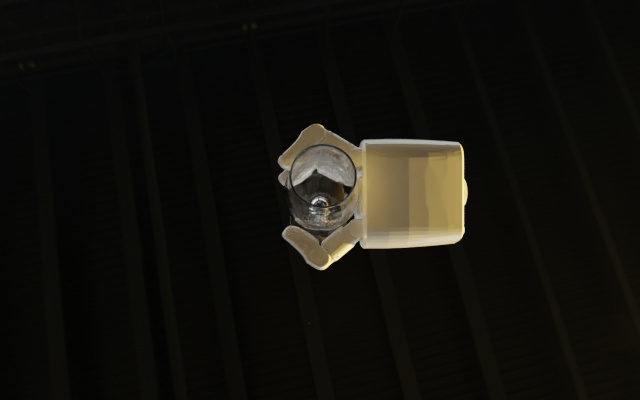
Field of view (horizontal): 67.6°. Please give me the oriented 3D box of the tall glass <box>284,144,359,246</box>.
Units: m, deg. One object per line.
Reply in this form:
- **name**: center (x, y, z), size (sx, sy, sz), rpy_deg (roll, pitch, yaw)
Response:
- **tall glass**: center (0.000, 0.002, 0.530), size (0.079, 0.079, 0.201), rpy_deg (0, -14, -1)
